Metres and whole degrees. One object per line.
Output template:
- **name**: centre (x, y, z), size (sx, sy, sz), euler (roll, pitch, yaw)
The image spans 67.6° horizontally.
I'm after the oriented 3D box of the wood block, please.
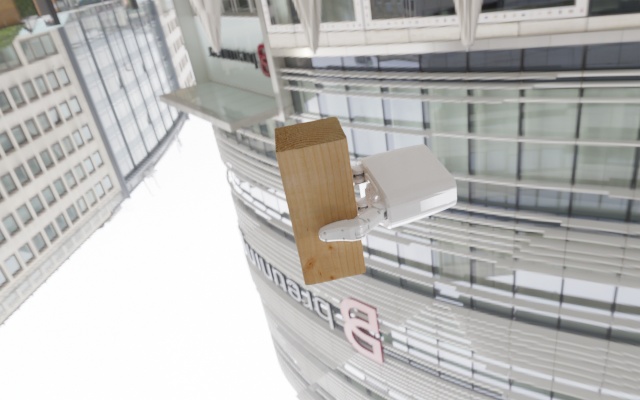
- **wood block**: centre (0.001, 0.002, 0.660), size (0.090, 0.206, 0.090), euler (-11, 28, -2)
